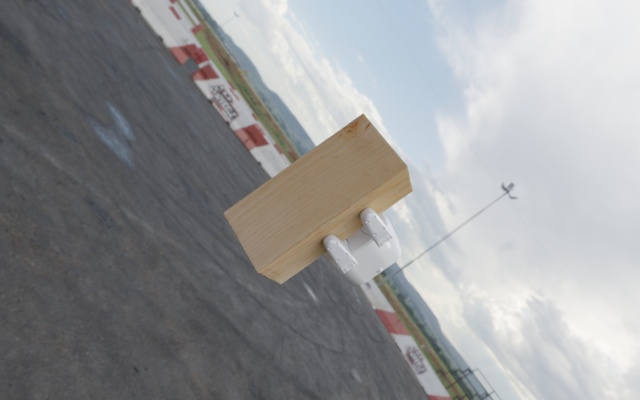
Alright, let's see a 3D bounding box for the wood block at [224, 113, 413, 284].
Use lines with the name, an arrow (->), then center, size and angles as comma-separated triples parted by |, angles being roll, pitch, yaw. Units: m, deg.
wood block -> 0.000, 0.002, 0.589 | 0.206, 0.090, 0.090 | -36, -25, 1
